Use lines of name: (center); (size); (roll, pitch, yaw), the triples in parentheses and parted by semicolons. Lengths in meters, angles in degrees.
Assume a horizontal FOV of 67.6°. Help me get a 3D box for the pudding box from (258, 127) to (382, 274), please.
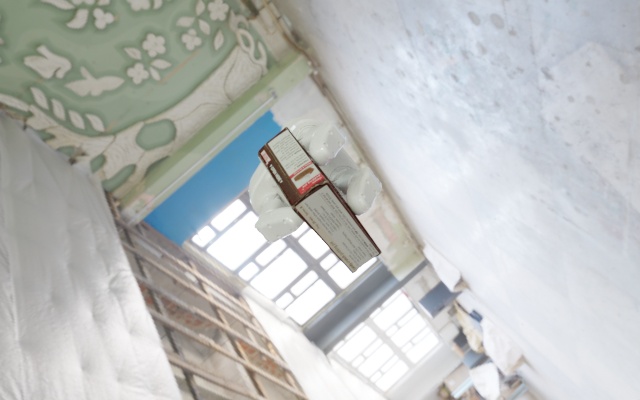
pudding box: (0.000, 0.001, 0.421); (0.113, 0.039, 0.090); (48, 4, -44)
